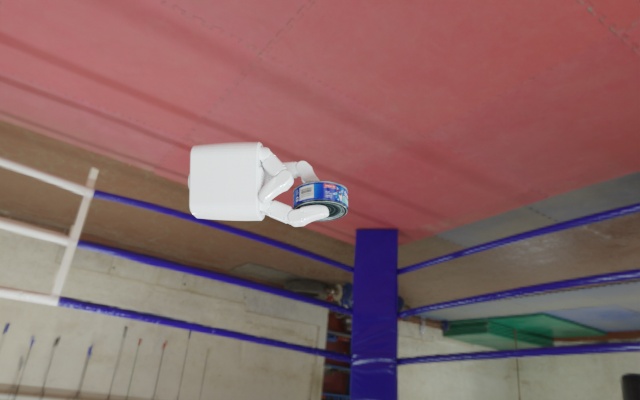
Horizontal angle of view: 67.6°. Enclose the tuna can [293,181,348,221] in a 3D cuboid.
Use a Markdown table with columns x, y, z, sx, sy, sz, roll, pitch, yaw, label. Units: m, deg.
| x | y | z | sx | sy | sz | roll | pitch | yaw | label |
| --- | --- | --- | --- | --- | --- | --- | --- | --- | --- |
| 0.000 | 0.003 | 0.737 | 0.086 | 0.033 | 0.086 | 0 | -23 | 0 | tuna can |
